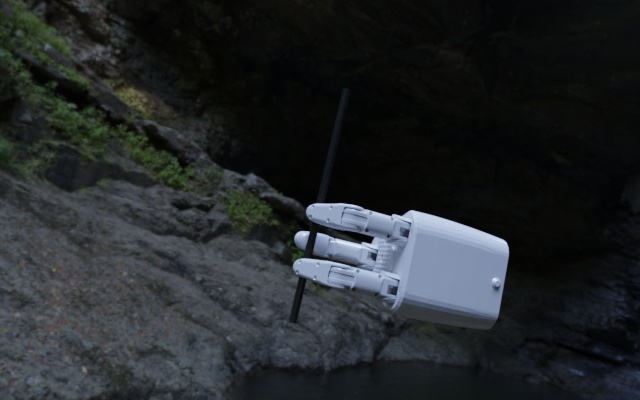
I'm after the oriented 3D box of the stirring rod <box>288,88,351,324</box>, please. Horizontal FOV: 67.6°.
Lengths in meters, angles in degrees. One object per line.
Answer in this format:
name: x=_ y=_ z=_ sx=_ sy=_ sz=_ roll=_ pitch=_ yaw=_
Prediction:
stirring rod: x=0.000 y=0.002 z=0.476 sx=0.011 sy=0.239 sz=0.011 roll=13 pitch=-8 yaw=2
